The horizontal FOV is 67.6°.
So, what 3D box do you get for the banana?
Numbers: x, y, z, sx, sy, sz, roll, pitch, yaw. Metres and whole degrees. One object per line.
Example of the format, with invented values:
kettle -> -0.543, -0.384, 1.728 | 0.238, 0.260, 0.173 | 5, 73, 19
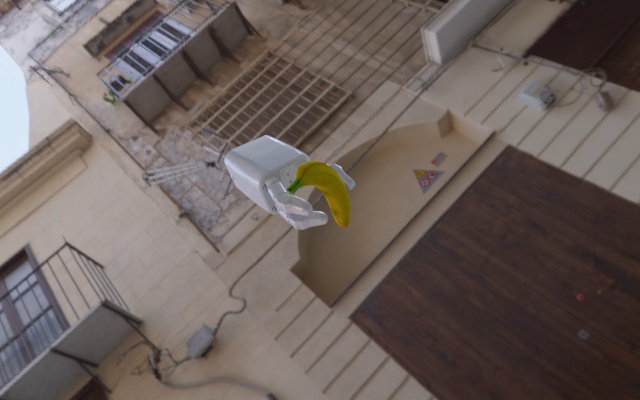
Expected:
banana -> 0.008, -0.015, 0.741 | 0.037, 0.069, 0.198 | 27, -4, 33
